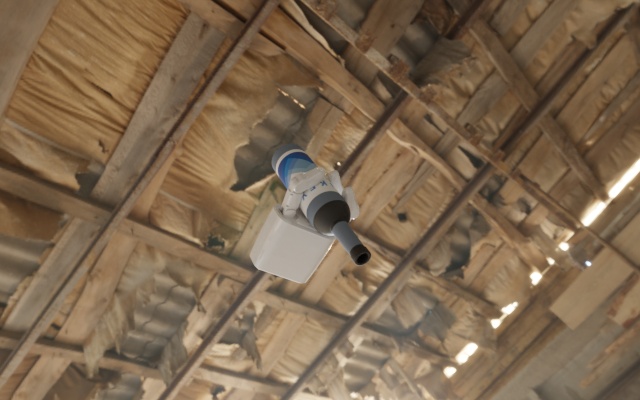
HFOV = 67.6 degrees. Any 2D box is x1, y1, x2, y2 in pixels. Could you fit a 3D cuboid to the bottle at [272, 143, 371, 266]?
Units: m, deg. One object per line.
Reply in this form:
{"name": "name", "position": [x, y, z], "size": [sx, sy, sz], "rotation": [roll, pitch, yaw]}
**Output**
{"name": "bottle", "position": [0.000, 0.002, 0.787], "size": [0.069, 0.069, 0.295], "rotation": [0, 33, -29]}
